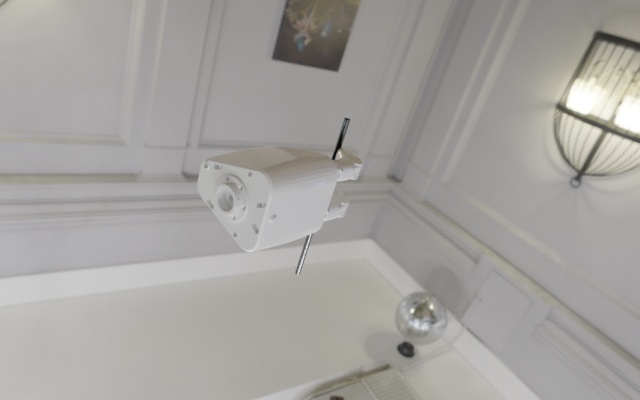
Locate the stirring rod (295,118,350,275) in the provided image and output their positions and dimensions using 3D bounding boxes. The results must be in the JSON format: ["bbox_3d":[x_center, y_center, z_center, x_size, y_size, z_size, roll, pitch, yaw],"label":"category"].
[{"bbox_3d":[0.000,0.002,0.648,0.011,0.240,0.011,15,25,-7],"label":"stirring rod"}]
